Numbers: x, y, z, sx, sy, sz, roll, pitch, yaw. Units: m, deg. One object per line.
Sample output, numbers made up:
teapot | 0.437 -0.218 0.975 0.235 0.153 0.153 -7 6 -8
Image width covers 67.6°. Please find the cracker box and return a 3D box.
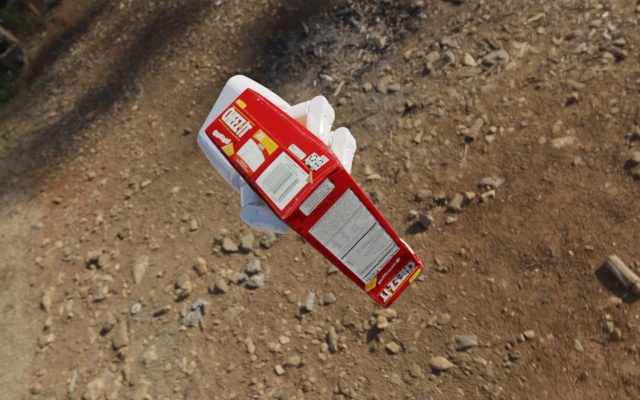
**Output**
cracker box | 0.000 0.002 0.487 0.164 0.072 0.214 44 -1 43
